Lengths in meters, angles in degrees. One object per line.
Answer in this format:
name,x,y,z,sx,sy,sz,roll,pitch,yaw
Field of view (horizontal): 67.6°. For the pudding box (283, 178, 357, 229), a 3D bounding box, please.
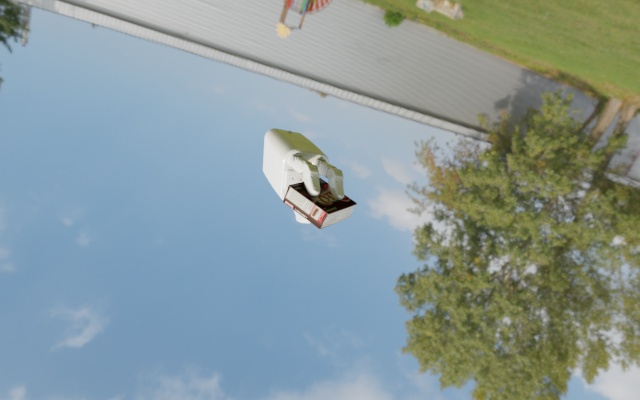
pudding box,0.000,0.003,0.848,0.090,0.039,0.113,35,26,20
